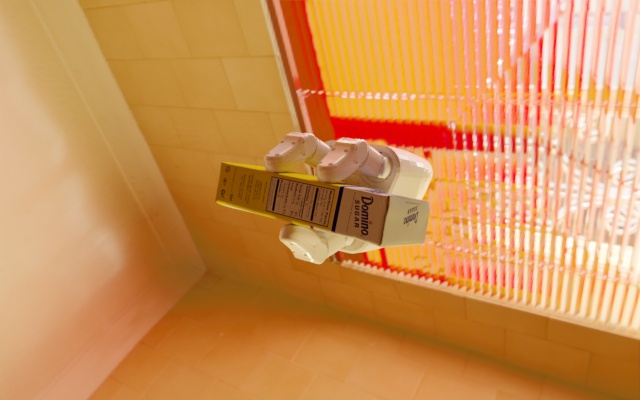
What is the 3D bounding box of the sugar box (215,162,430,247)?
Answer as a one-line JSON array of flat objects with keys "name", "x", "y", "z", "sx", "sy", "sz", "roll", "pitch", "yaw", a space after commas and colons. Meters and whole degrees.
[{"name": "sugar box", "x": 0.000, "y": 0.001, "z": 0.432, "sx": 0.176, "sy": 0.048, "sz": 0.093, "roll": 10, "pitch": 2, "yaw": 32}]
